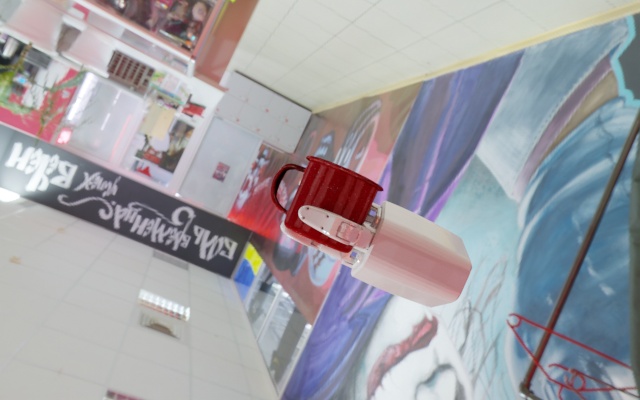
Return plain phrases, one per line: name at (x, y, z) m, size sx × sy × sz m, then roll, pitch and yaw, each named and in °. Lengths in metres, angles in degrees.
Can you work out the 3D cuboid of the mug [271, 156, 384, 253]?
mug at (-0.001, 0.001, 0.526) m, size 0.117 × 0.081 × 0.093 m, roll 23°, pitch -2°, yaw 4°
